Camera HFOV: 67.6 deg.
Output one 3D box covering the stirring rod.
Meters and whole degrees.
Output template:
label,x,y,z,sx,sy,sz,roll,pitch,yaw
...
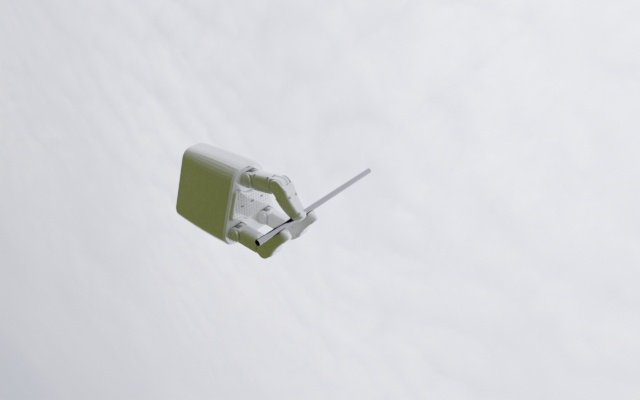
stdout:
label,x,y,z,sx,sy,sz,roll,pitch,yaw
stirring rod,0.000,0.002,0.632,0.011,0.011,0.239,0,23,41
